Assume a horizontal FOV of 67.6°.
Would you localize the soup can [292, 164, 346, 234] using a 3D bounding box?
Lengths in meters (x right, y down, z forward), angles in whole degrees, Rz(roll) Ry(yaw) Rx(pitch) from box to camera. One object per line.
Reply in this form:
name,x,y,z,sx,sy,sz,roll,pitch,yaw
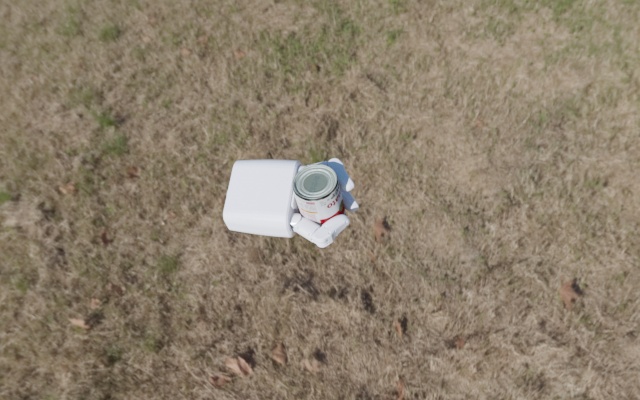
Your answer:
soup can,0.001,0.002,0.715,0.068,0.068,0.102,0,-37,12
